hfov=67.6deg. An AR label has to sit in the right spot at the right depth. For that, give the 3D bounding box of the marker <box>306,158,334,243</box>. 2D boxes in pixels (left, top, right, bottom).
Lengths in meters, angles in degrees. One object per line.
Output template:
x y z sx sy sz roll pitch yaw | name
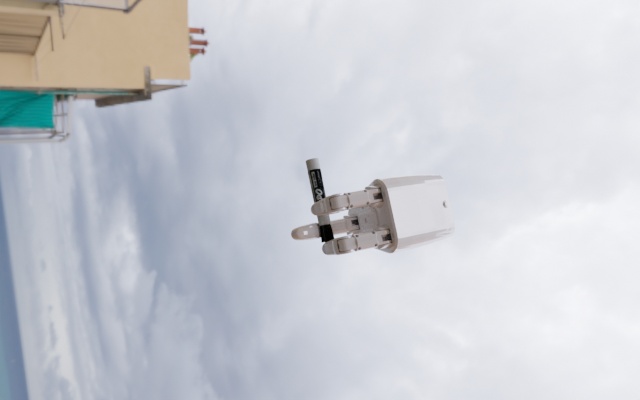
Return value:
0.000 0.002 0.657 0.020 0.121 0.020 -11 -5 -1 | marker
